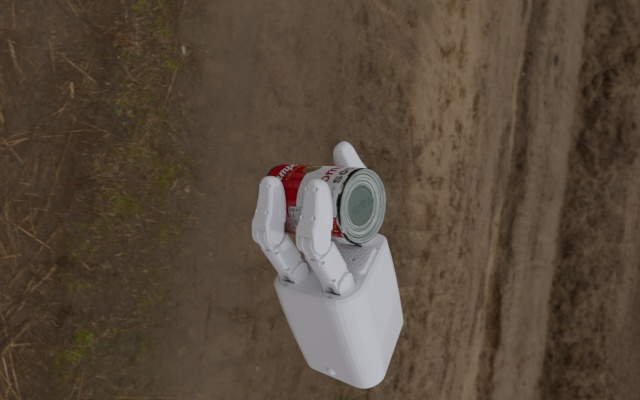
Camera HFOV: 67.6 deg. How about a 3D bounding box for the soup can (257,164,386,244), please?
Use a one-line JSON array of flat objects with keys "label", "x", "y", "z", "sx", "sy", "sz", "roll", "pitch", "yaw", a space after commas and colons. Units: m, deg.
[{"label": "soup can", "x": 0.000, "y": 0.001, "z": 0.439, "sx": 0.102, "sy": 0.068, "sz": 0.068, "roll": 6, "pitch": 4, "yaw": 42}]
